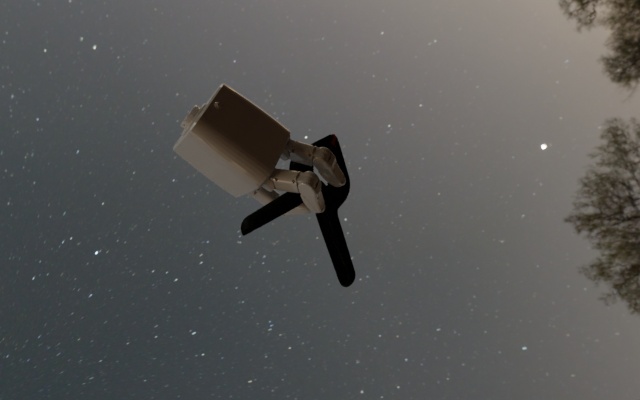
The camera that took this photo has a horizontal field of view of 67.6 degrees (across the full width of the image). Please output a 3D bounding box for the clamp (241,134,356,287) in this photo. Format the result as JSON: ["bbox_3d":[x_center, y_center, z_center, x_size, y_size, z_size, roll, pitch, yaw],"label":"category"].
[{"bbox_3d":[0.000,0.002,0.635,0.164,0.209,0.036,37,-40,-19],"label":"clamp"}]
